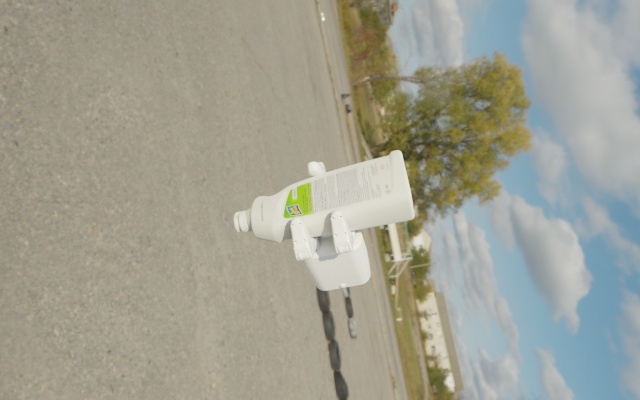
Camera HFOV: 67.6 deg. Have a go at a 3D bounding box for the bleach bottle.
[{"bbox_3d":[0.000,0.002,0.681,0.251,0.102,0.068,-11,-42,8],"label":"bleach bottle"}]
